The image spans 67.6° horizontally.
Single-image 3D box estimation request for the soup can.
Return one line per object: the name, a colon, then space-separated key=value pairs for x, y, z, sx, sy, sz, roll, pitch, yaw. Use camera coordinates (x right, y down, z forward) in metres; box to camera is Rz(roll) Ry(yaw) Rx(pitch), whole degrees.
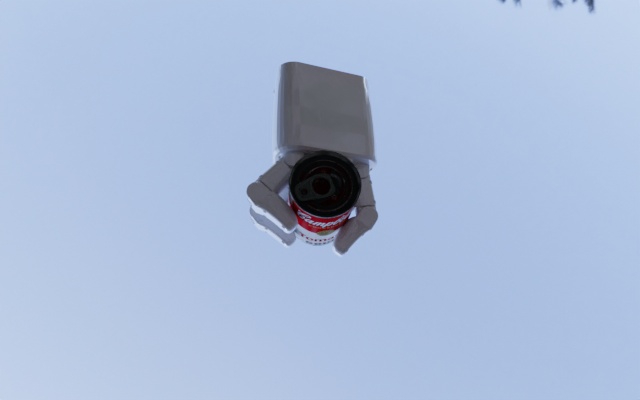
soup can: x=0.000 y=0.002 z=0.488 sx=0.068 sy=0.068 sz=0.102 roll=0 pitch=-21 yaw=-5
